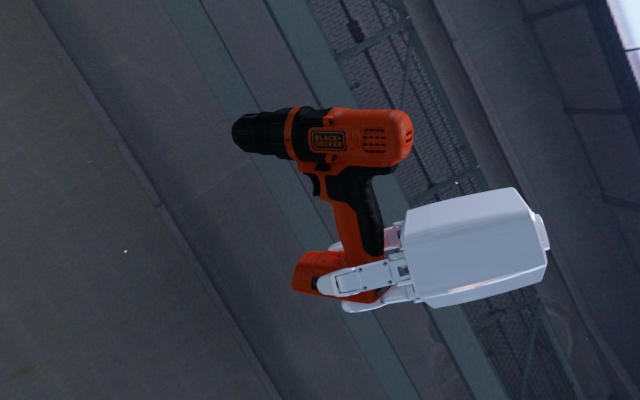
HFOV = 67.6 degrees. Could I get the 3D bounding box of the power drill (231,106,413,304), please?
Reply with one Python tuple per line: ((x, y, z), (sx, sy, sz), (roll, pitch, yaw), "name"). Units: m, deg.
((0.000, 0.002, 0.469), (0.184, 0.188, 0.057), (6, 23, 29), "power drill")
